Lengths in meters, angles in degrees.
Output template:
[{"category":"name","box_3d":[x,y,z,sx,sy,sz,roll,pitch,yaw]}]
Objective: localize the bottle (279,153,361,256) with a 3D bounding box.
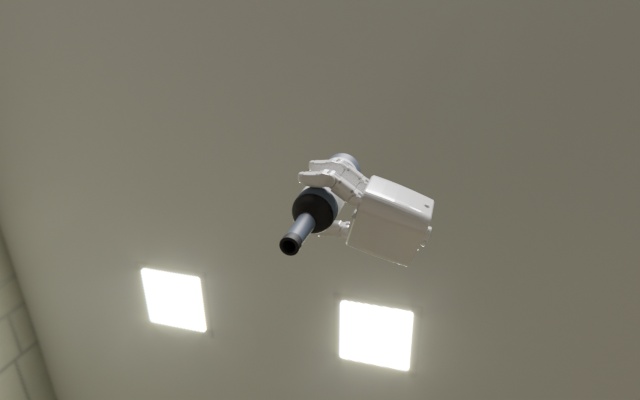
[{"category":"bottle","box_3d":[0.000,0.002,0.747,0.069,0.069,0.295,0,23,18]}]
